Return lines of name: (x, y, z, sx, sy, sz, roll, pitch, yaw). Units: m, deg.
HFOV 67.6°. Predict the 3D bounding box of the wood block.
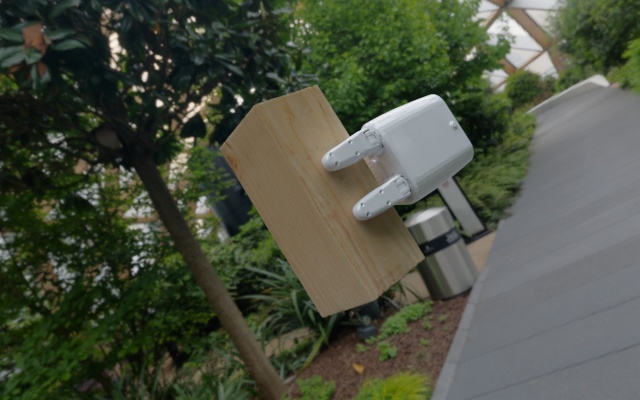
wood block: (0.000, 0.001, 0.487, 0.090, 0.206, 0.091, -29, -4, -39)
